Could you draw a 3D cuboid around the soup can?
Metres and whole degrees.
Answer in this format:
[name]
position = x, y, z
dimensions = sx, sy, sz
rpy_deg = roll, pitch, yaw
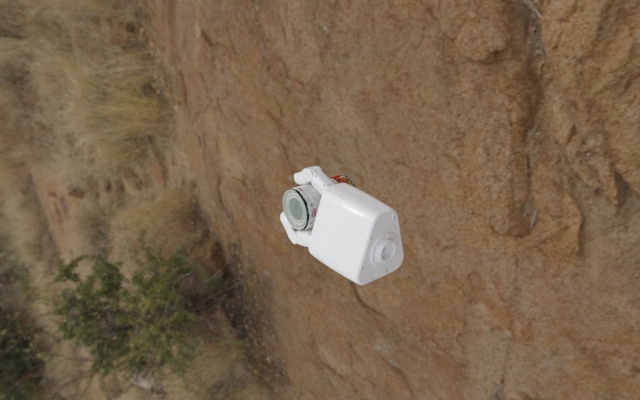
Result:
[soup can]
position = 0.000, 0.002, 0.757
dimensions = 0.102, 0.068, 0.068
rpy_deg = -17, 10, -34
